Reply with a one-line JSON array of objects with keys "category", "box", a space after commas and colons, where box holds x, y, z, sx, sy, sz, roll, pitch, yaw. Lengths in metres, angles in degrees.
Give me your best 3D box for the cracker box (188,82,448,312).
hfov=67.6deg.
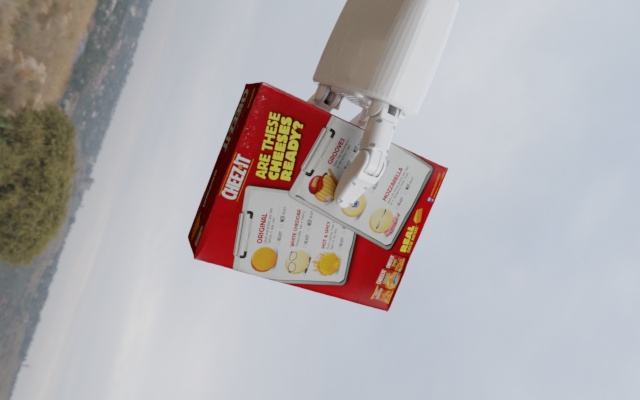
[{"category": "cracker box", "box": [0.000, 0.002, 0.474, 0.214, 0.164, 0.072, 20, 4, -25]}]
